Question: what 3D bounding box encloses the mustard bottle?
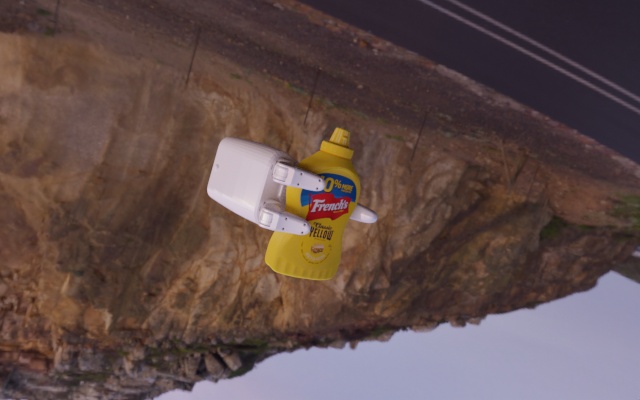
[{"bbox_3d":[0.000,0.002,0.605,0.096,0.191,0.058,13,8,-29],"label":"mustard bottle"}]
